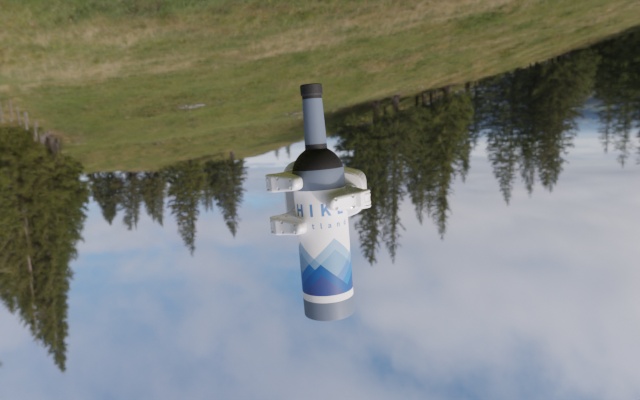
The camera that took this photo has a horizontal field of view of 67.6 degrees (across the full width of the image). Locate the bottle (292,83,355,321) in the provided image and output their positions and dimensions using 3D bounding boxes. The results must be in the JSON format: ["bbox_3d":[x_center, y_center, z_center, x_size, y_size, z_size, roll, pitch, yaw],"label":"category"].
[{"bbox_3d":[0.000,0.002,0.610,0.069,0.296,0.069,-5,8,1],"label":"bottle"}]
